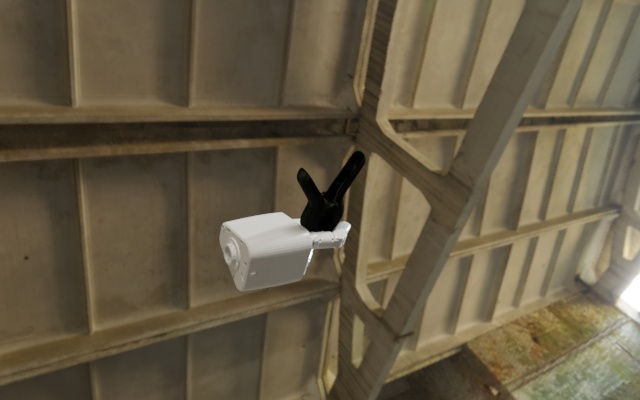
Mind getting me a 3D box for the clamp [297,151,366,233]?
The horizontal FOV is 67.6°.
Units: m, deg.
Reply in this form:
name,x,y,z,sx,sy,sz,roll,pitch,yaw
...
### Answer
name,x,y,z,sx,sy,sz,roll,pitch,yaw
clamp,0.000,0.002,0.739,0.120,0.172,0.039,-7,40,-34
